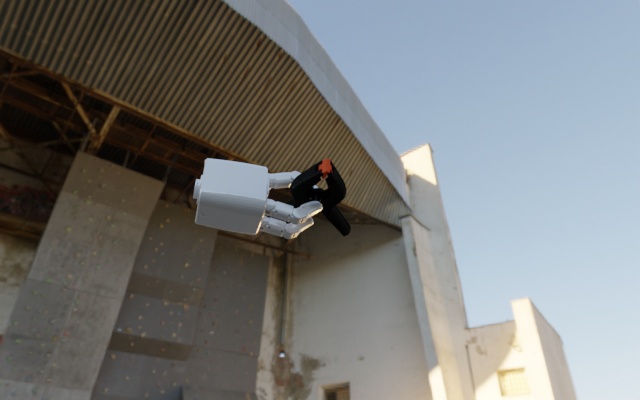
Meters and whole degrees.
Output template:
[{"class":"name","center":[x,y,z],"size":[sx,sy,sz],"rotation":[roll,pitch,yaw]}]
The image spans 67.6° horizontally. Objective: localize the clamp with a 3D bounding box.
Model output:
[{"class":"clamp","center":[0.000,0.002,0.836],"size":[0.164,0.036,0.210],"rotation":[10,-34,-14]}]
